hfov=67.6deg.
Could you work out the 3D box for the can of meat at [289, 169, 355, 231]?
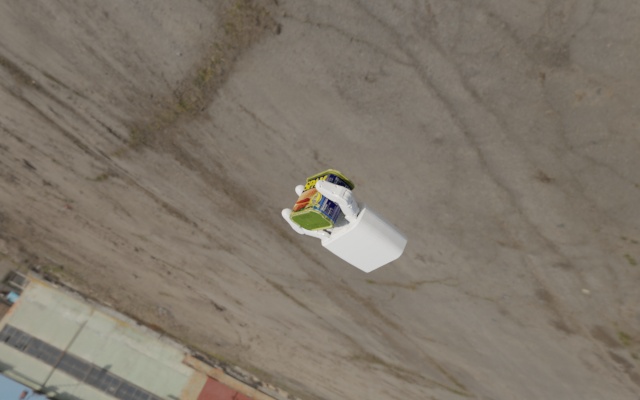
[{"bbox_3d":[0.000,0.003,0.818,0.057,0.084,0.102,37,-26,-22],"label":"can of meat"}]
